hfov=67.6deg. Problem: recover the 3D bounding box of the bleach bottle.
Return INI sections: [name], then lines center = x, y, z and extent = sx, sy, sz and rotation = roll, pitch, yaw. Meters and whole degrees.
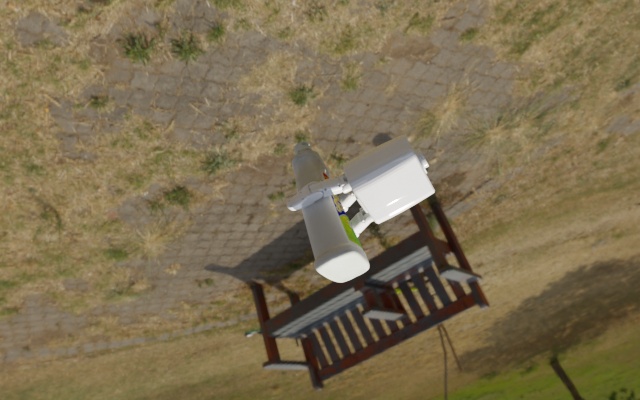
[bleach bottle]
center = 0.000, 0.003, 0.772
extent = 0.068, 0.250, 0.103
rotation = -28, -32, 13
